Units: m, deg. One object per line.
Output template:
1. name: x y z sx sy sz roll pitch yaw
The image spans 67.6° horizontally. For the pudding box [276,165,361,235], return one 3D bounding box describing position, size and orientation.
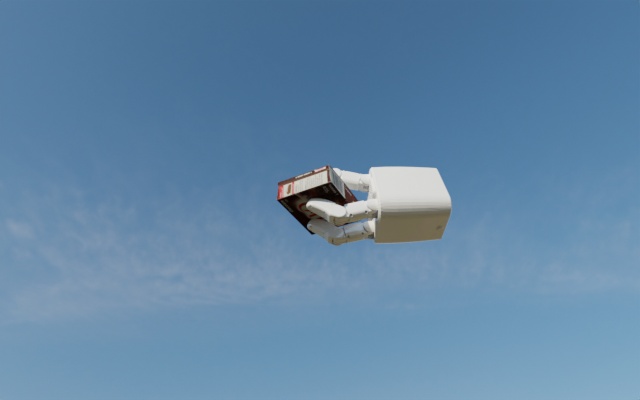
1. pudding box: 0.000 0.002 0.724 0.090 0.039 0.113 -19 -42 21
